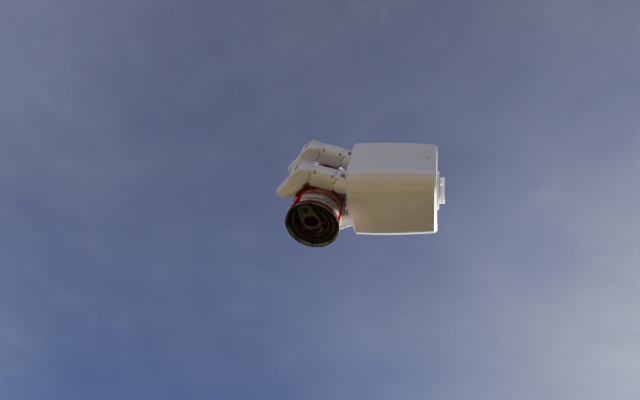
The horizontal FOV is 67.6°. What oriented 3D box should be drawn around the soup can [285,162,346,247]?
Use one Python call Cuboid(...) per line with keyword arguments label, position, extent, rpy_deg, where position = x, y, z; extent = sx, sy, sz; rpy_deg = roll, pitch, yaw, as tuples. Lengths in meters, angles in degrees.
Cuboid(label="soup can", position=(0.000, 0.002, 0.617), extent=(0.068, 0.068, 0.102), rpy_deg=(0, 35, 14))
